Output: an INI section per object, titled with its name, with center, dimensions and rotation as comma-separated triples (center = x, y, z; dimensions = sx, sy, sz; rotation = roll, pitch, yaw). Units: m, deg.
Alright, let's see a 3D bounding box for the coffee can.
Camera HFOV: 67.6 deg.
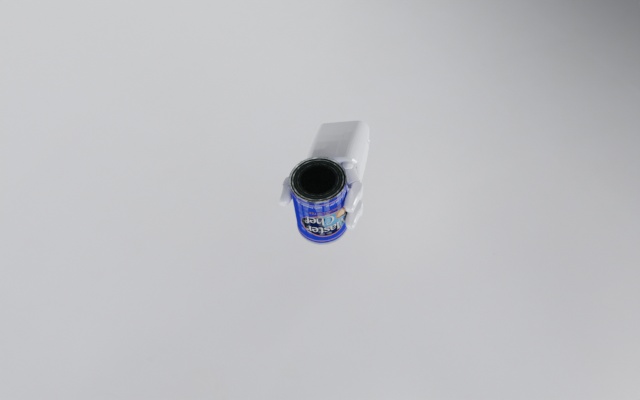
[coffee can]
center = 0.000, 0.003, 0.882
dimensions = 0.103, 0.102, 0.140
rotation = 0, -36, 5
